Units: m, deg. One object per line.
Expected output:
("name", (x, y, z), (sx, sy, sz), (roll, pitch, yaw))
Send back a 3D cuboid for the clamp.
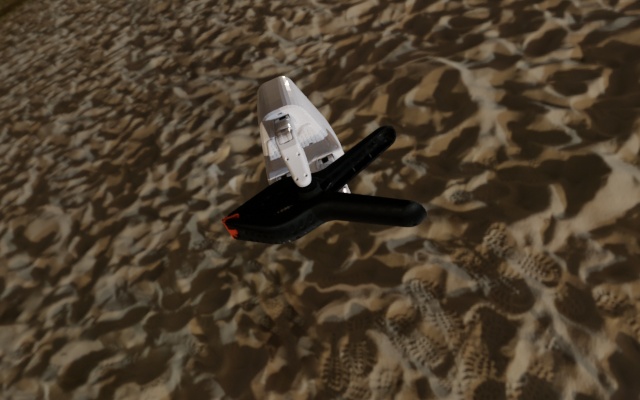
("clamp", (-0.001, 0.001, 0.487), (0.210, 0.036, 0.164), (-23, 33, 4))
